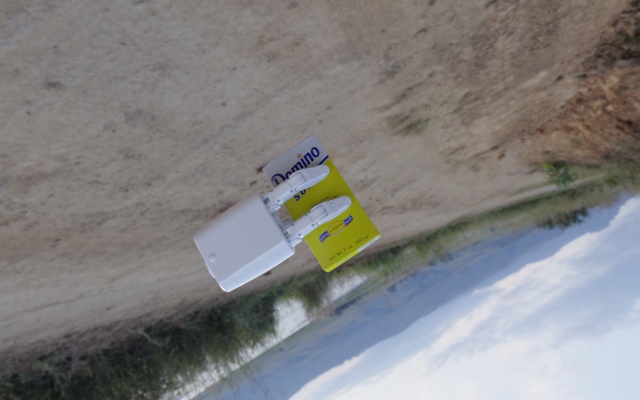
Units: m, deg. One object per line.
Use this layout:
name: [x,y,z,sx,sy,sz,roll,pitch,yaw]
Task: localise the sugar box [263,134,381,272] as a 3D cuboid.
sugar box: [0.000,0.002,0.679,0.093,0.176,0.048,-33,-13,0]
